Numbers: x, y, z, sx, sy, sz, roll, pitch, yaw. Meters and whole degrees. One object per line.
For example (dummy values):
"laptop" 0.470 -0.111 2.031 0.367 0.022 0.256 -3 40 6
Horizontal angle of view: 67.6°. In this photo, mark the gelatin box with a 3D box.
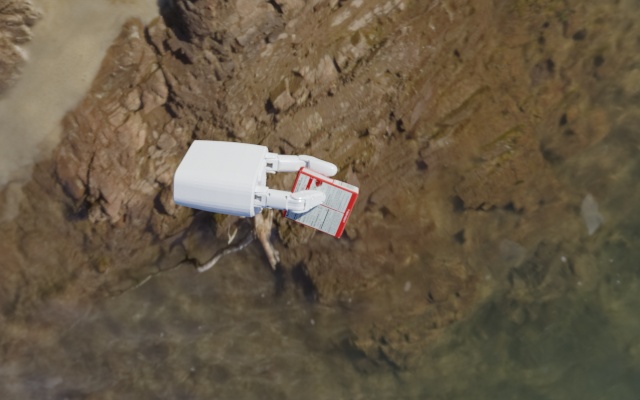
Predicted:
"gelatin box" 0.000 0.002 0.672 0.089 0.073 0.030 21 19 0
